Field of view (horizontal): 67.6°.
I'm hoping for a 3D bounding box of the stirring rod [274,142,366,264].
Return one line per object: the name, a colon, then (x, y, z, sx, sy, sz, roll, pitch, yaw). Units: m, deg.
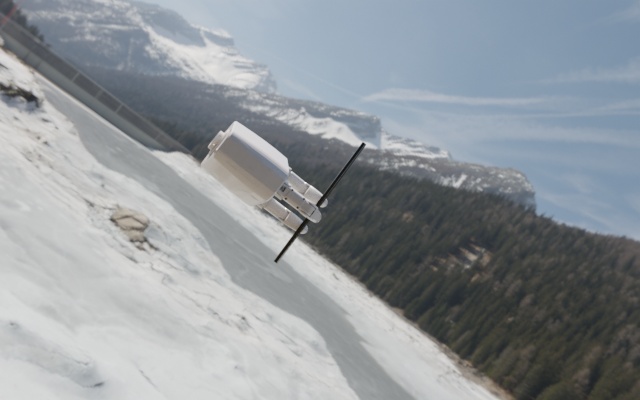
stirring rod: (0.000, 0.003, 0.771, 0.011, 0.239, 0.011, 36, -5, 4)
